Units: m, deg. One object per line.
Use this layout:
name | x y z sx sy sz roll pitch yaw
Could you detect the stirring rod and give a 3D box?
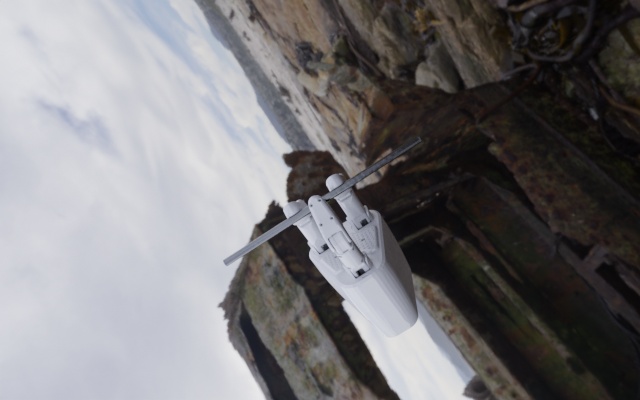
stirring rod | 0.000 0.002 0.496 0.239 0.011 0.011 -33 -3 5
